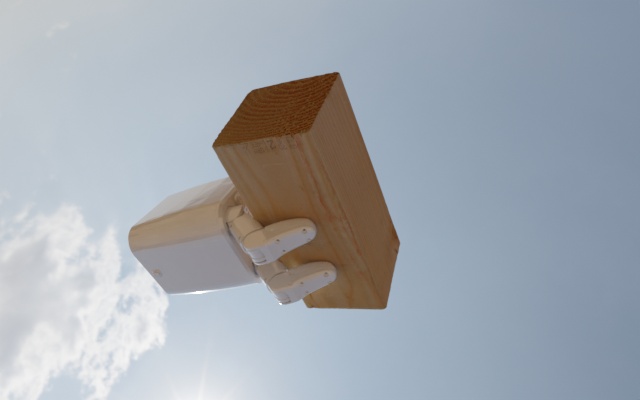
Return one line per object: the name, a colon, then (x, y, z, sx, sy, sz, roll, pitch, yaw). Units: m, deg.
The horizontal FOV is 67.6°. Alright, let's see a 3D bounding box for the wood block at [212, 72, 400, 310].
wood block: (0.000, 0.001, 0.441, 0.090, 0.206, 0.090, -5, 41, 25)
